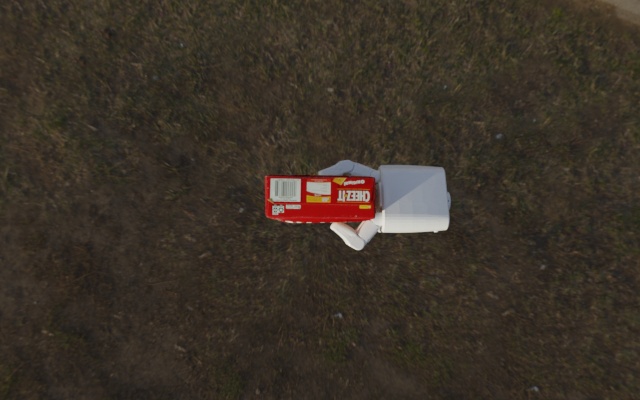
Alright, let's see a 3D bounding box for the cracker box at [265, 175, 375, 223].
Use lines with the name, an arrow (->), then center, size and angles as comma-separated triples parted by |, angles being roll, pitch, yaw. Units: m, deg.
cracker box -> 0.000, 0.002, 0.801 | 0.164, 0.072, 0.214 | 0, -4, 0
